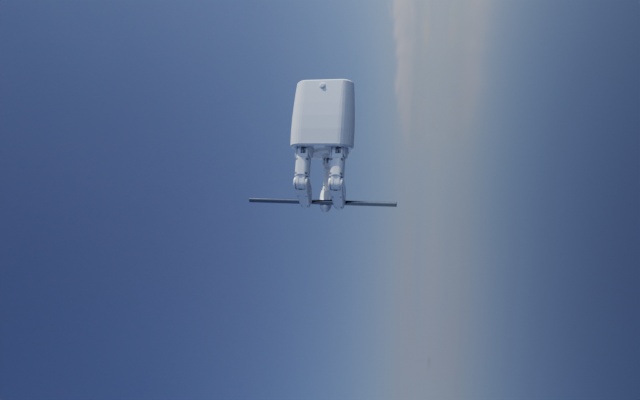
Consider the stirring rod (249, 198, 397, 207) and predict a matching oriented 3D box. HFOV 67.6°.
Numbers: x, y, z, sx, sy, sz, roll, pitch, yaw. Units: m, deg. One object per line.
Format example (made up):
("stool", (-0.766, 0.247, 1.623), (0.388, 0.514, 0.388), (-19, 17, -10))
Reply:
("stirring rod", (0.000, 0.002, 0.763), (0.239, 0.011, 0.011), (2, 0, 13))
